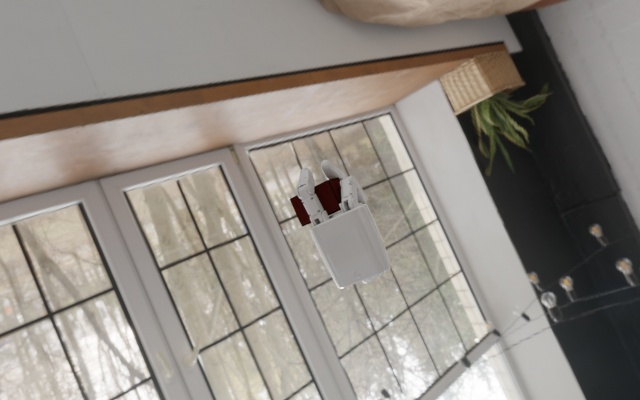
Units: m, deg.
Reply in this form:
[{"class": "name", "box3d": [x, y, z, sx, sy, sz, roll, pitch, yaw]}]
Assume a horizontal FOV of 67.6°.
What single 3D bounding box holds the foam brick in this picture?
[{"class": "foam brick", "box3d": [0.000, 0.003, 0.777, 0.078, 0.051, 0.053, -25, -3, 23]}]
